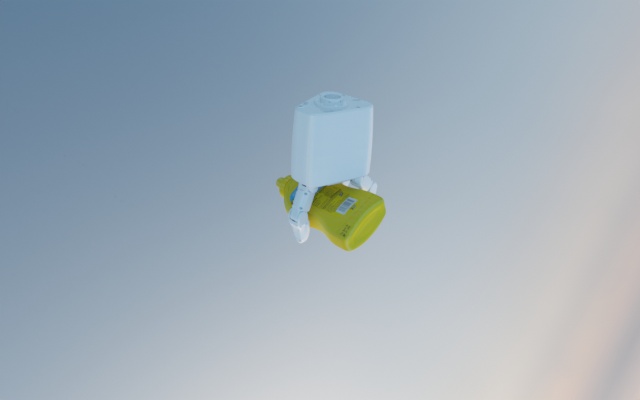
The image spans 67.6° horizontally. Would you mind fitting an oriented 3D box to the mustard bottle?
[{"bbox_3d":[0.000,0.003,0.747,0.191,0.096,0.058,26,-29,36],"label":"mustard bottle"}]
